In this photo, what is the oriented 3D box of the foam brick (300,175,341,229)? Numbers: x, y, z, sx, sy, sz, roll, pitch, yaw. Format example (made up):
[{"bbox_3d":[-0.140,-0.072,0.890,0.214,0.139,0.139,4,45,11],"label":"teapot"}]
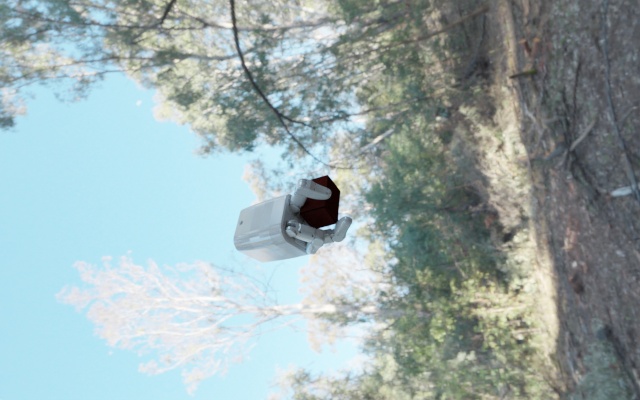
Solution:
[{"bbox_3d":[0.000,0.003,0.855,0.051,0.078,0.053,-16,-46,25],"label":"foam brick"}]
